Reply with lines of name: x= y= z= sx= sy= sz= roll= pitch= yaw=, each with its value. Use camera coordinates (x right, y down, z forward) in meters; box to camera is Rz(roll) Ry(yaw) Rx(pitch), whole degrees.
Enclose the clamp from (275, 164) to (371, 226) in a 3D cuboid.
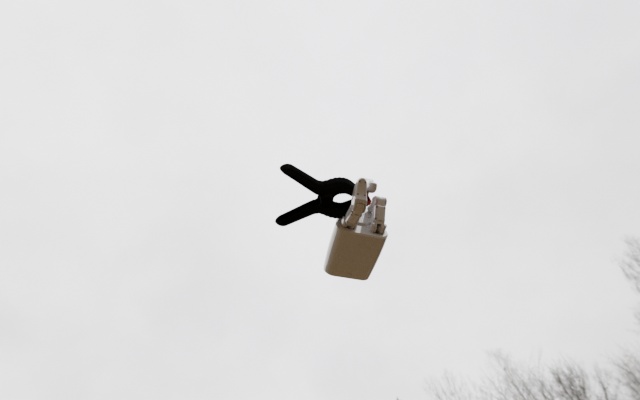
clamp: x=0.000 y=0.002 z=0.843 sx=0.171 sy=0.120 sz=0.039 roll=11 pitch=35 yaw=-12
